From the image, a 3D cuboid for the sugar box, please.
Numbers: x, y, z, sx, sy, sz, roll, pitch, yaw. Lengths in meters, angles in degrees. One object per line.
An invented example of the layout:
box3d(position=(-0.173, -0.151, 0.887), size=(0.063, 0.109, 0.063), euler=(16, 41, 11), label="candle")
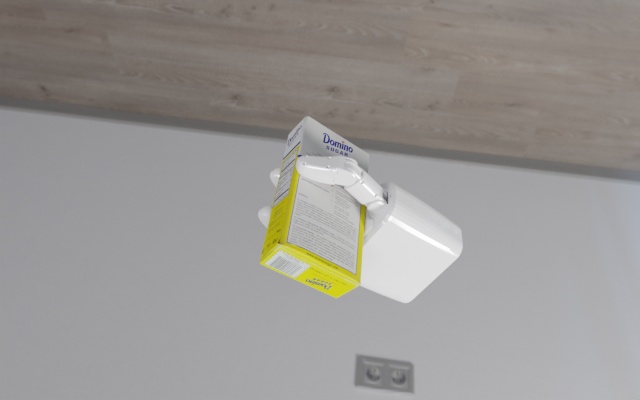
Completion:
box3d(position=(0.000, 0.002, 0.497), size=(0.093, 0.176, 0.048), euler=(29, -46, -22), label="sugar box")
